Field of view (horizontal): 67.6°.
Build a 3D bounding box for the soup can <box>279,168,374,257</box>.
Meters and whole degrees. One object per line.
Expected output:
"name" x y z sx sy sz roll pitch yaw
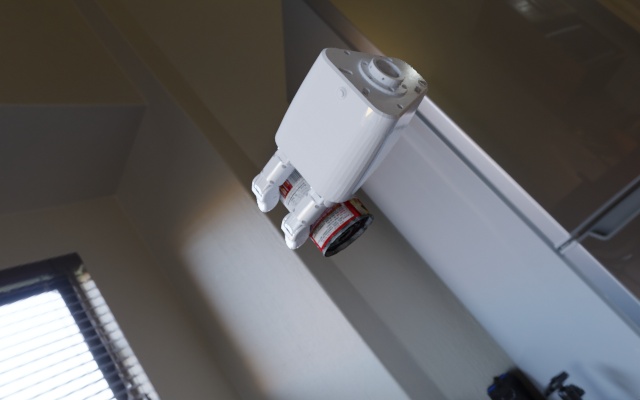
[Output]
"soup can" 0.000 0.002 0.525 0.068 0.102 0.068 -35 -19 -14
